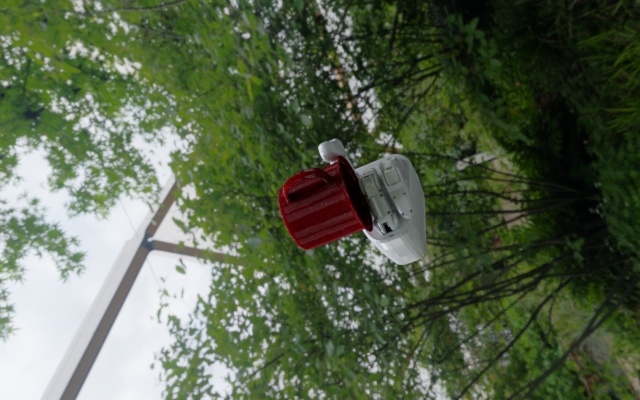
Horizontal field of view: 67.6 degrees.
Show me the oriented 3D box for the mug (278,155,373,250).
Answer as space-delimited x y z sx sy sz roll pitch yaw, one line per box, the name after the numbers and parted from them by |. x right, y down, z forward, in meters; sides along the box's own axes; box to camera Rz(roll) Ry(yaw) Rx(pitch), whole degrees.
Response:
-0.001 0.001 0.536 0.081 0.093 0.117 -23 -31 15 | mug
